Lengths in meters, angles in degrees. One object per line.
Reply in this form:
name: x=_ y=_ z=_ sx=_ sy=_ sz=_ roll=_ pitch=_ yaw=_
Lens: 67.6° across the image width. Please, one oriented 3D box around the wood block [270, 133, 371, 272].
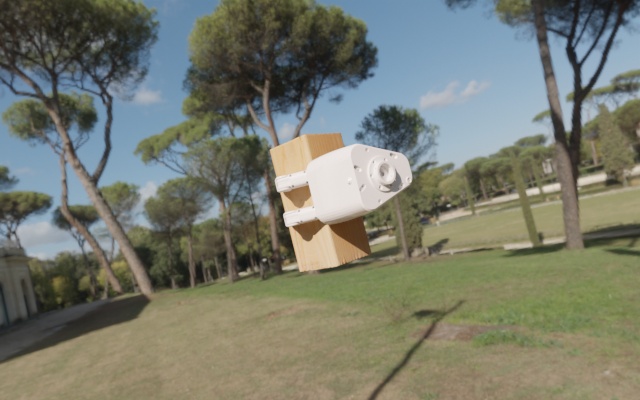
wood block: x=0.001 y=0.002 z=0.781 sx=0.090 sy=0.206 sz=0.091 roll=-16 pitch=-4 yaw=44
